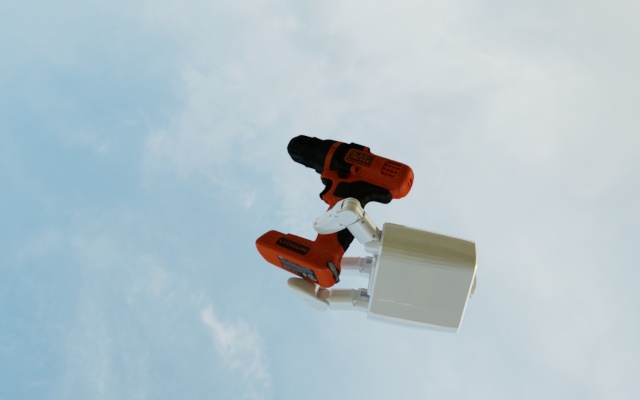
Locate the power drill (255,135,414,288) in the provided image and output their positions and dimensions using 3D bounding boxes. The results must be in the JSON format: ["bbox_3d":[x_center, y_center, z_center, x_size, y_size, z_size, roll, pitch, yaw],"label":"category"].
[{"bbox_3d":[0.000,0.002,0.600,0.184,0.187,0.057,20,-26,28],"label":"power drill"}]
